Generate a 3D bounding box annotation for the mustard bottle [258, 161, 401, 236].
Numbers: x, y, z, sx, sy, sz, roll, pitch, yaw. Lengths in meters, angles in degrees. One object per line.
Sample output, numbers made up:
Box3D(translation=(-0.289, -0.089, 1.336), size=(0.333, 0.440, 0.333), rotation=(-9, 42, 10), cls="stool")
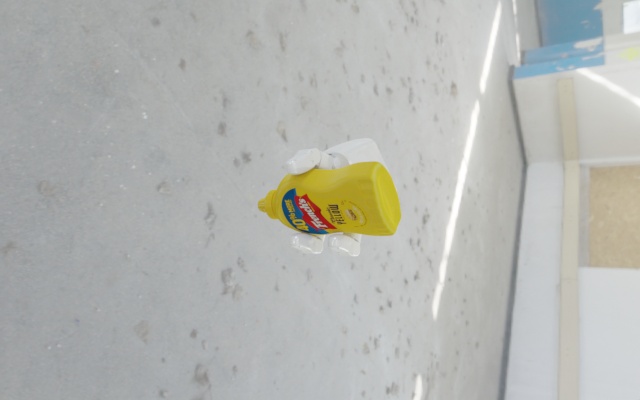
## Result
Box3D(translation=(0.000, 0.002, 0.611), size=(0.191, 0.096, 0.058), rotation=(-2, 41, 31), cls="mustard bottle")
